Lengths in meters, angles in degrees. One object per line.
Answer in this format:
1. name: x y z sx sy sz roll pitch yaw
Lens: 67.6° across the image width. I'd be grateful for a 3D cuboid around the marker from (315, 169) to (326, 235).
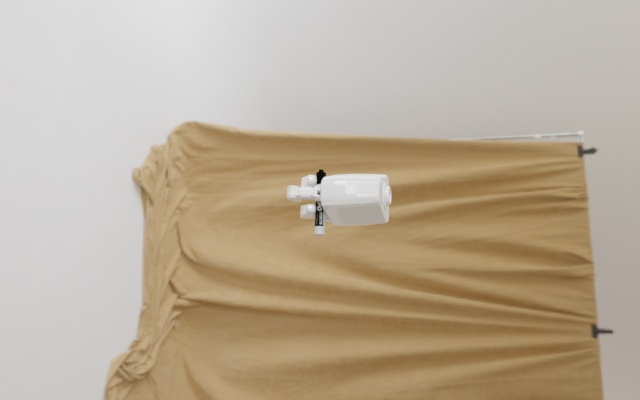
1. marker: 0.000 0.003 0.875 0.020 0.121 0.020 2 -10 0
